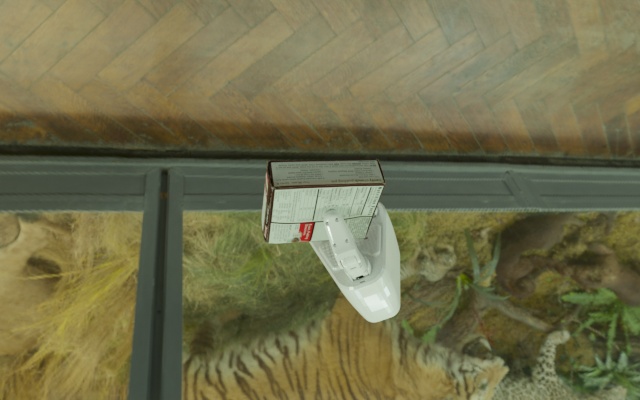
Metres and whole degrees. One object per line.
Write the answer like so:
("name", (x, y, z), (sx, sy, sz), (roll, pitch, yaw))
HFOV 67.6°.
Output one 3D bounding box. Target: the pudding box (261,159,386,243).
("pudding box", (0.000, 0.002, 0.479), (0.113, 0.039, 0.090), (-3, -40, -14))
